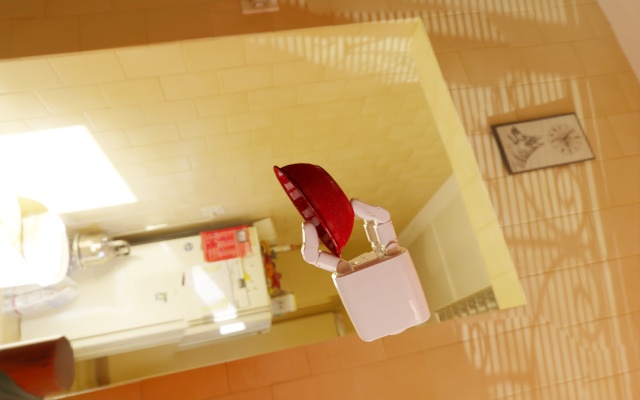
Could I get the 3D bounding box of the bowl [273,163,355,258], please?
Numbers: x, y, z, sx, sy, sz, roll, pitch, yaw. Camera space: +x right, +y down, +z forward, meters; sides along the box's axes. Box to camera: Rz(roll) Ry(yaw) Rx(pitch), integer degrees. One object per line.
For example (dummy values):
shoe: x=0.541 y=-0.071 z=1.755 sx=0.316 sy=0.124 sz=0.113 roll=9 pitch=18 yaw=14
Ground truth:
bowl: x=0.000 y=0.001 z=0.682 sx=0.055 sy=0.162 sz=0.162 roll=-36 pitch=6 yaw=-8
